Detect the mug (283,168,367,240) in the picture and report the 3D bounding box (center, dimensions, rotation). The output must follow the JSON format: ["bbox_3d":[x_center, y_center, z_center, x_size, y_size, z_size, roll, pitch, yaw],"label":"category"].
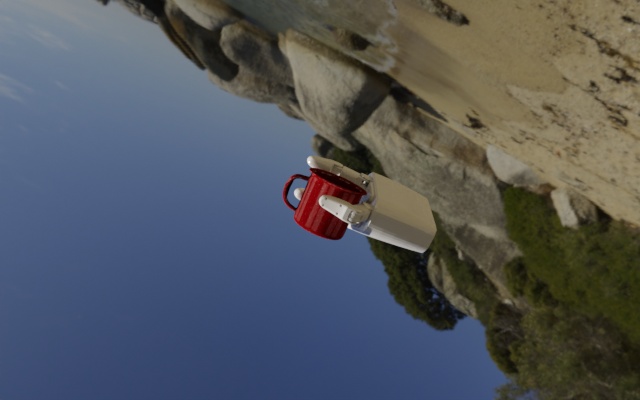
[{"bbox_3d":[-0.001,0.002,0.711,0.117,0.081,0.093,21,12,-11],"label":"mug"}]
